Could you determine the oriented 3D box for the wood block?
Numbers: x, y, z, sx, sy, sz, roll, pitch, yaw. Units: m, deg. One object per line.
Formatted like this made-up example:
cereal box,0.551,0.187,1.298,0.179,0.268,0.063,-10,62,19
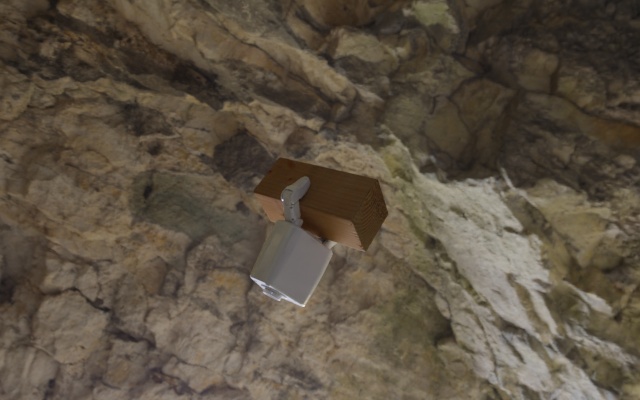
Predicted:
wood block,0.000,0.003,0.825,0.206,0.090,0.091,15,-33,33
